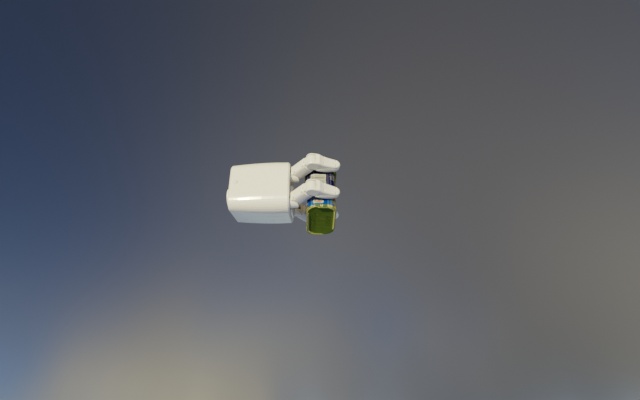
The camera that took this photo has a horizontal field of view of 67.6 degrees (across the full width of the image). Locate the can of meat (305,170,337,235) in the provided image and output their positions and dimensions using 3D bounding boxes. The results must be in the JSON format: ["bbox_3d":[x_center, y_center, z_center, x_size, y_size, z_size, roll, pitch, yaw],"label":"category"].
[{"bbox_3d":[0.000,0.003,0.860,0.057,0.084,0.102,0,-33,-1],"label":"can of meat"}]
